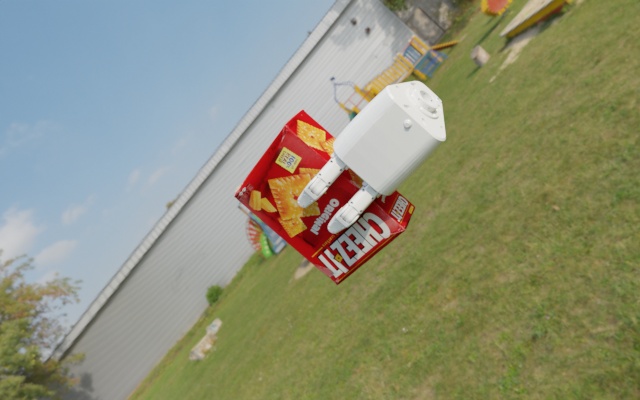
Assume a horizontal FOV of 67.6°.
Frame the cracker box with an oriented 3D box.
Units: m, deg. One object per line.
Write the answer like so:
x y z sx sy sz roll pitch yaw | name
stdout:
0.000 0.002 0.694 0.164 0.214 0.072 -46 4 38 | cracker box
